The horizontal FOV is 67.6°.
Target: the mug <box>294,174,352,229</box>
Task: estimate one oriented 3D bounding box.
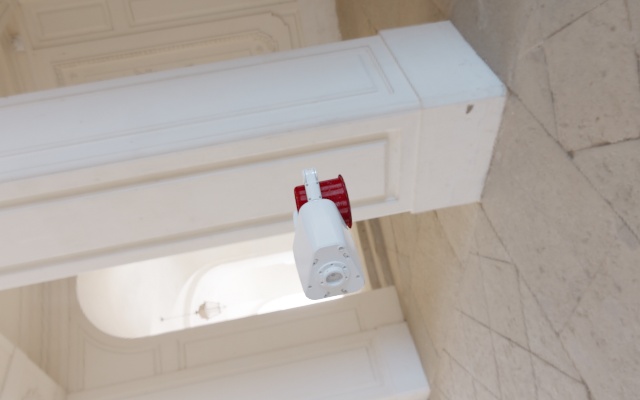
[{"bbox_3d":[0.000,0.002,0.803,0.081,0.093,0.117,-11,35,-5],"label":"mug"}]
